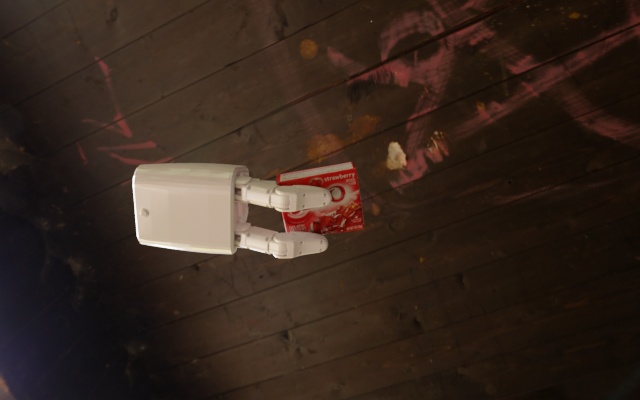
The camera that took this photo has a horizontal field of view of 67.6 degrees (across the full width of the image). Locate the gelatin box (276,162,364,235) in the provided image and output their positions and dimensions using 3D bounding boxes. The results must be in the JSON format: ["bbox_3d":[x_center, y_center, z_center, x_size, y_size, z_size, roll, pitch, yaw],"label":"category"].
[{"bbox_3d":[0.000,0.002,0.532,0.089,0.073,0.030,-10,22,0],"label":"gelatin box"}]
